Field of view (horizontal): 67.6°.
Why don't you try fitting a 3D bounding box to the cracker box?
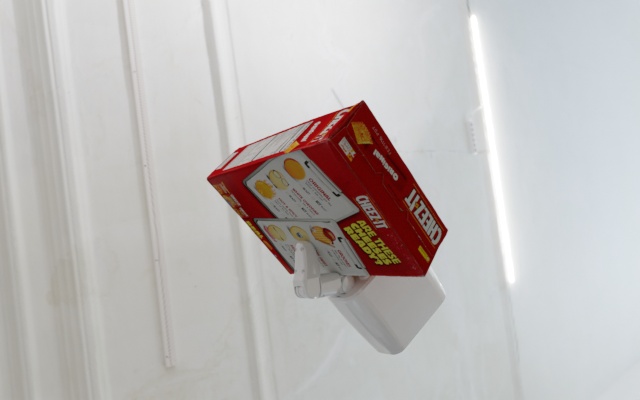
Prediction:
[{"bbox_3d":[0.000,0.002,0.506,0.214,0.164,0.072,-10,34,49],"label":"cracker box"}]
